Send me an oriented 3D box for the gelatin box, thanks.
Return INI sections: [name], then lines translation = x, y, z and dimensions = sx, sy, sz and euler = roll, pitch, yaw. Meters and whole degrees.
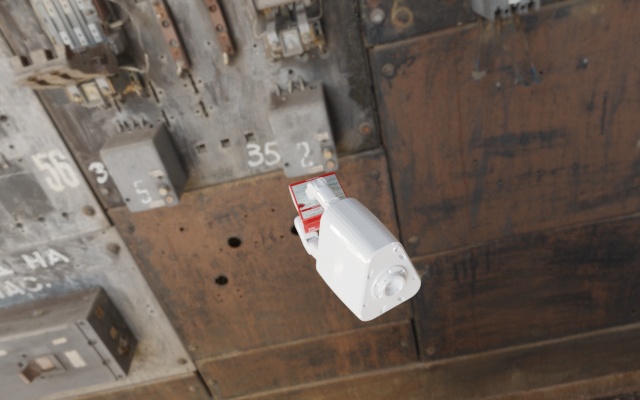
[gelatin box]
translation = 0.000, 0.002, 0.698
dimensions = 0.073, 0.030, 0.089
euler = -17, 42, -6
